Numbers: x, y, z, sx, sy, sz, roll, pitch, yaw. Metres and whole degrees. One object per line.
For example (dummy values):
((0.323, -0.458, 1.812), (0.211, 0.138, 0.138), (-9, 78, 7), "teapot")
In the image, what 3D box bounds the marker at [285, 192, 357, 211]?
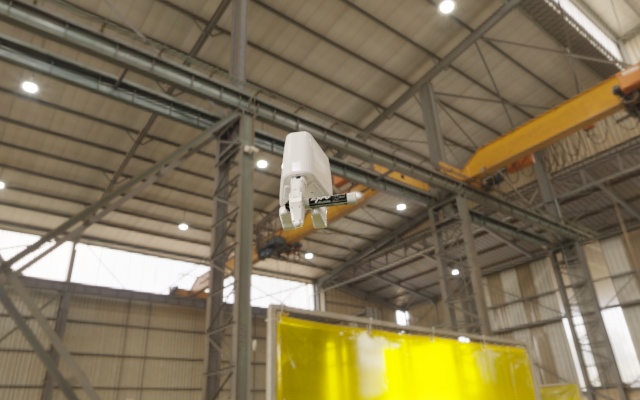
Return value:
((0.000, 0.003, 0.800), (0.121, 0.020, 0.020), (-7, -1, 6), "marker")
